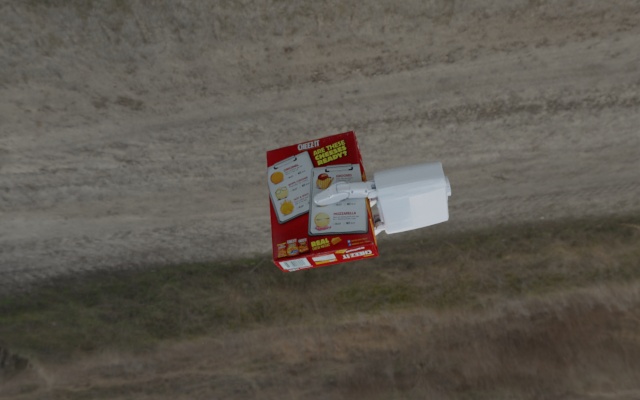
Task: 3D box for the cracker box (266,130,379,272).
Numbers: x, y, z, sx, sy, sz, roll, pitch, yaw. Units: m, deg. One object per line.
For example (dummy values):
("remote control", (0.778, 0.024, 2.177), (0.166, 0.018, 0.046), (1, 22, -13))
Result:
("cracker box", (0.000, 0.003, 0.812), (0.164, 0.213, 0.072), (-12, -28, 10))
